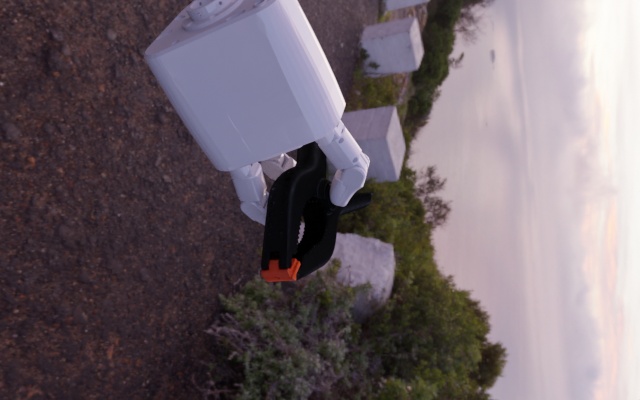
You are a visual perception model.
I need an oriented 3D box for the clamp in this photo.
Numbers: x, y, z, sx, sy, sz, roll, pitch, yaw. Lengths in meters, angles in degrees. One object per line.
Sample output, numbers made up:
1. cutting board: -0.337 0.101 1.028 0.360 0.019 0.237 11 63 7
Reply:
1. clamp: 0.001 0.002 0.459 0.036 0.209 0.165 -9 -47 28
